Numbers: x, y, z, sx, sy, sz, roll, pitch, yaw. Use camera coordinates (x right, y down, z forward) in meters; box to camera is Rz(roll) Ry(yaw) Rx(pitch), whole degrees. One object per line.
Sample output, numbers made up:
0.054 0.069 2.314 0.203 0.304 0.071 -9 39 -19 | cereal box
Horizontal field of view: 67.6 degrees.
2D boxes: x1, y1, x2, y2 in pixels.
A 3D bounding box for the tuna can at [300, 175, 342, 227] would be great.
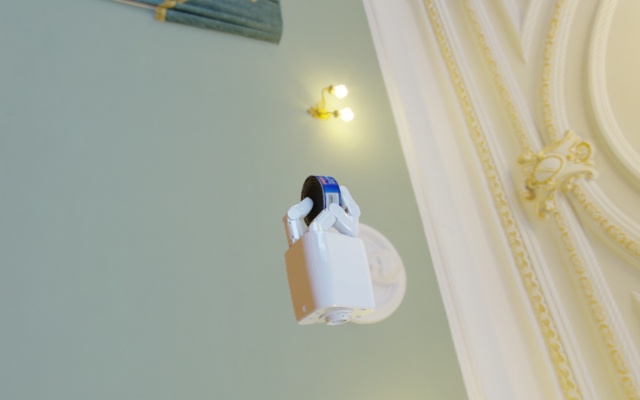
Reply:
0.001 0.002 0.764 0.034 0.086 0.086 0 0 -26 | tuna can
